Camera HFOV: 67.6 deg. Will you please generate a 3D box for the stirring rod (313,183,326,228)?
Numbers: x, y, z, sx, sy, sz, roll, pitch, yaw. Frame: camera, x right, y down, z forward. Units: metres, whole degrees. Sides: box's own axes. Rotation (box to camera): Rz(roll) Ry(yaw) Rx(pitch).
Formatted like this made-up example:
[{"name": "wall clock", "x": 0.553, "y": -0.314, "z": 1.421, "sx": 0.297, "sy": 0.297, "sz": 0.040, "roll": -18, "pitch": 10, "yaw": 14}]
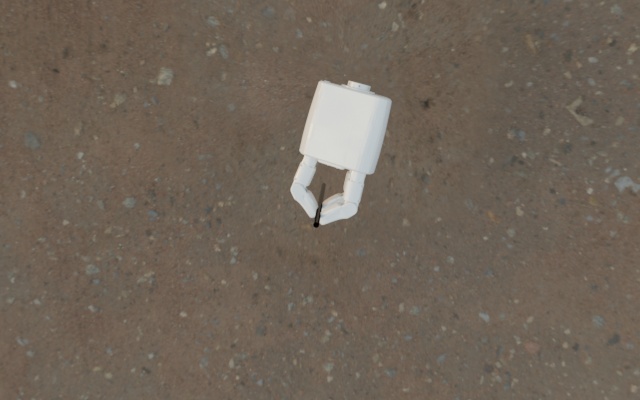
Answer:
[{"name": "stirring rod", "x": 0.000, "y": 0.002, "z": 0.757, "sx": 0.011, "sy": 0.011, "sz": 0.239, "roll": 0, "pitch": 15, "yaw": 3}]
